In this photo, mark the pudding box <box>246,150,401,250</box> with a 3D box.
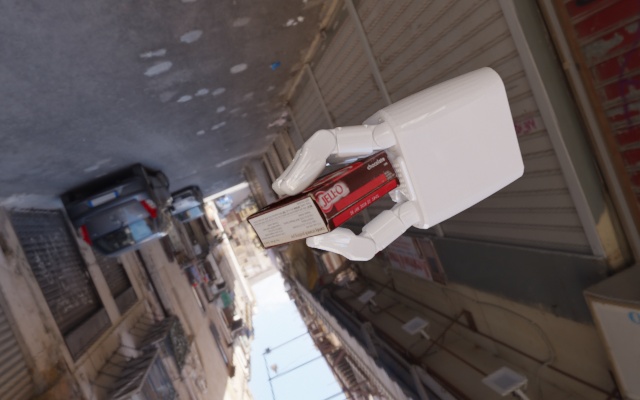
[{"bbox_3d":[0.000,0.001,0.416,0.090,0.039,0.113,-30,4,-36],"label":"pudding box"}]
